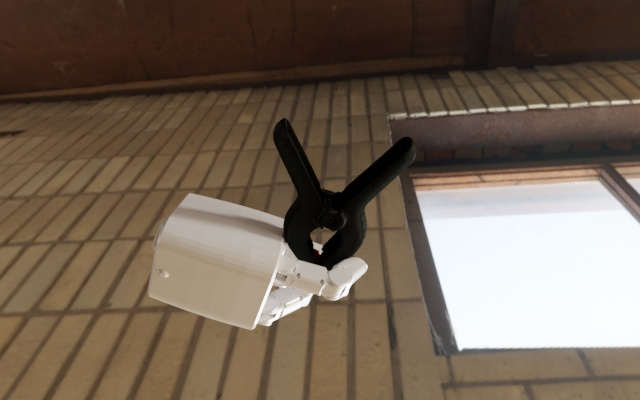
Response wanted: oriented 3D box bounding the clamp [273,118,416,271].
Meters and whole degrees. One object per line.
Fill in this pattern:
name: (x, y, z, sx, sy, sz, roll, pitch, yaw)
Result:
clamp: (0.000, 0.001, 0.436, 0.120, 0.171, 0.039, 18, 32, -7)
